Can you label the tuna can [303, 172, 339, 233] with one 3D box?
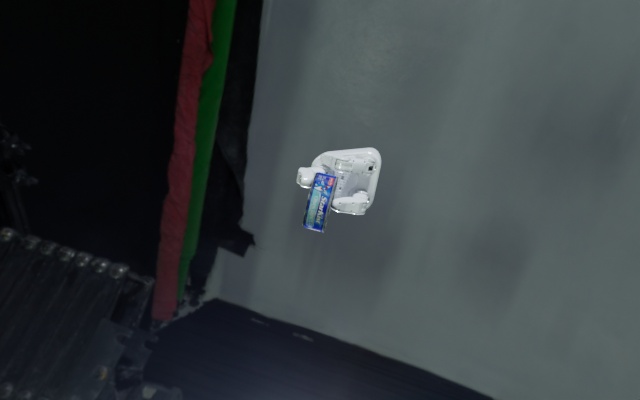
[{"bbox_3d":[0.000,0.002,0.702,0.034,0.086,0.086,15,1,3],"label":"tuna can"}]
